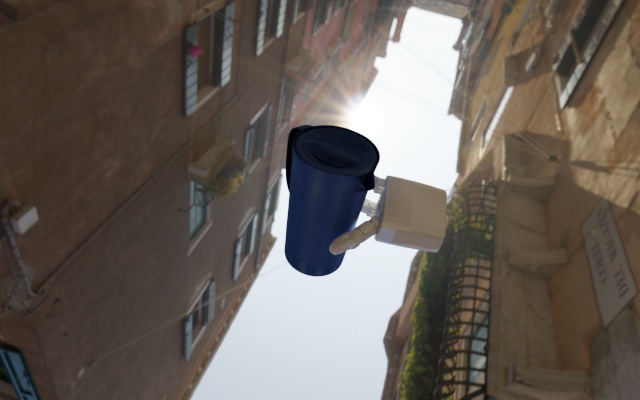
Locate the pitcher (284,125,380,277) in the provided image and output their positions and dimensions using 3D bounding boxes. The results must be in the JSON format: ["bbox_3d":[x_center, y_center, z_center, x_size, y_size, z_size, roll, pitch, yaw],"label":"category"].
[{"bbox_3d":[0.000,0.003,0.789,0.145,0.243,0.149,11,39,-2],"label":"pitcher"}]
